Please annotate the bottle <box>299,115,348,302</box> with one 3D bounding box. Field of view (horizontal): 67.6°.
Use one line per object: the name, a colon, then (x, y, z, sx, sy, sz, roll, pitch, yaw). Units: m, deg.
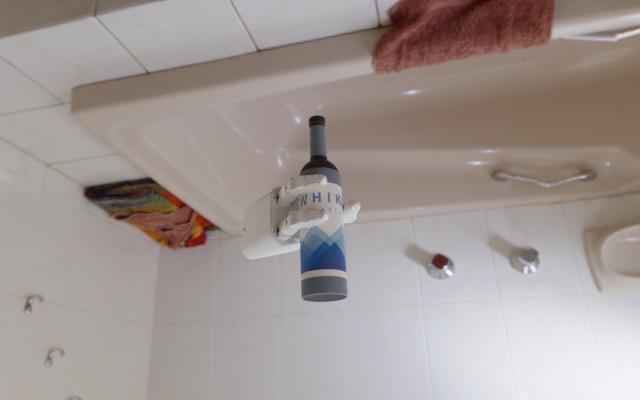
bottle: (0.000, 0.003, 0.733, 0.069, 0.295, 0.069, -2, -22, -1)
